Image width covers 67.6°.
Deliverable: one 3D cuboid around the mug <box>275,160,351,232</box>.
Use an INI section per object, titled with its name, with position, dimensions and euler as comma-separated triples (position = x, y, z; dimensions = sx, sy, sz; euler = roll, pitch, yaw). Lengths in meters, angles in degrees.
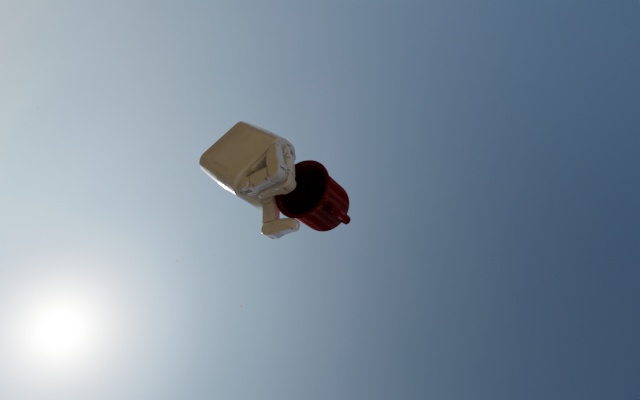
[mug]
position = 0.001, 0.003, 0.719
dimensions = 0.117, 0.093, 0.081
euler = 30, -5, 38
